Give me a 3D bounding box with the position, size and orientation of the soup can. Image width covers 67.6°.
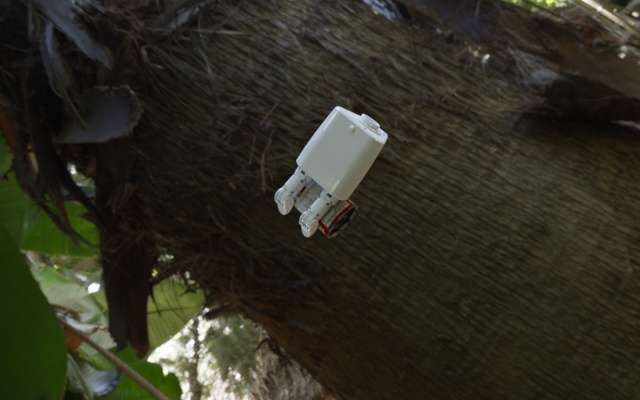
[{"bbox_3d":[0.000,0.003,0.762,0.102,0.068,0.068,42,14,17],"label":"soup can"}]
